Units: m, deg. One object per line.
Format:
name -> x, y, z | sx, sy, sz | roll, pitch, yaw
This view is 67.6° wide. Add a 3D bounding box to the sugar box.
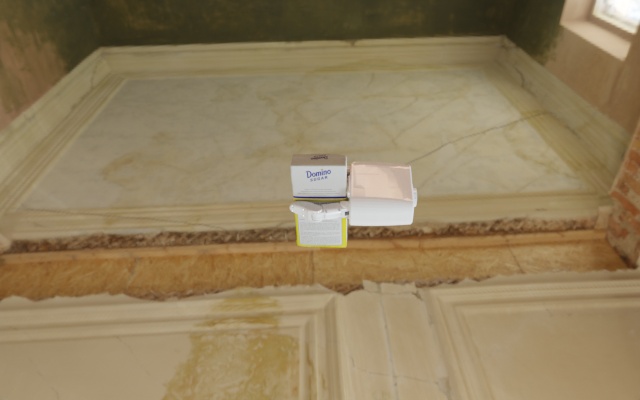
sugar box -> 0.000, 0.002, 0.834 | 0.093, 0.176, 0.048 | 1, 34, 3
